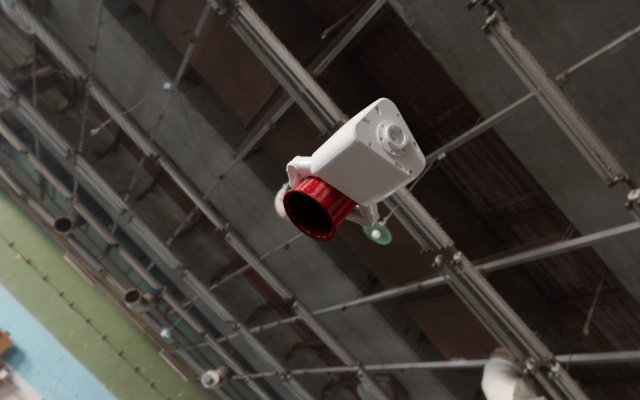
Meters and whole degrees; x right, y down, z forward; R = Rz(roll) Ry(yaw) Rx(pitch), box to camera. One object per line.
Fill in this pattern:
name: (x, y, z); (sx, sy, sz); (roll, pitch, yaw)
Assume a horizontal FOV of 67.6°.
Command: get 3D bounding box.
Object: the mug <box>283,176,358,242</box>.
mug: (0.000, 0.003, 0.708); (0.081, 0.093, 0.117); (-46, 8, -34)
